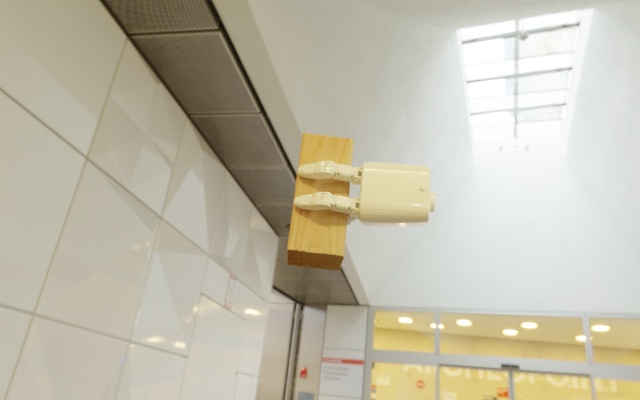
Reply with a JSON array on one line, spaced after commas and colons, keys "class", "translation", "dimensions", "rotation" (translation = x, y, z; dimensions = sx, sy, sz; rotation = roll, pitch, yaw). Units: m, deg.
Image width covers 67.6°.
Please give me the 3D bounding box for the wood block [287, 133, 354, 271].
[{"class": "wood block", "translation": [0.001, 0.003, 0.801], "dimensions": [0.090, 0.206, 0.091], "rotation": [7, -24, 0]}]
